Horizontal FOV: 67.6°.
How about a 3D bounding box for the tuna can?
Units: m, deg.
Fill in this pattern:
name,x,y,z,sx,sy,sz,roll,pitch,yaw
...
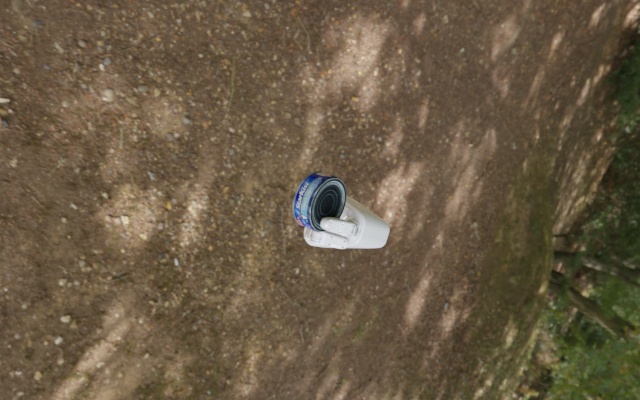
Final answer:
name,x,y,z,sx,sy,sz,roll,pitch,yaw
tuna can,0.001,0.002,0.700,0.033,0.086,0.086,21,13,36
